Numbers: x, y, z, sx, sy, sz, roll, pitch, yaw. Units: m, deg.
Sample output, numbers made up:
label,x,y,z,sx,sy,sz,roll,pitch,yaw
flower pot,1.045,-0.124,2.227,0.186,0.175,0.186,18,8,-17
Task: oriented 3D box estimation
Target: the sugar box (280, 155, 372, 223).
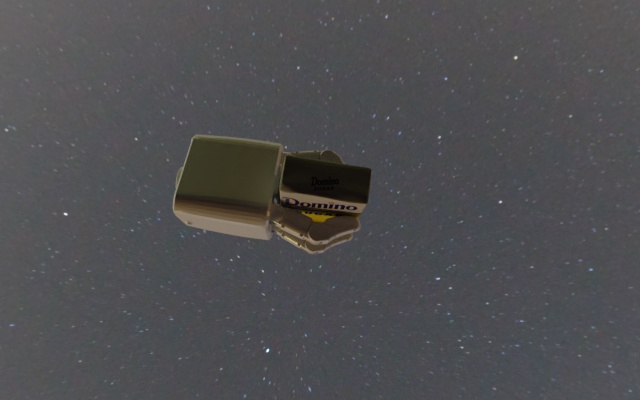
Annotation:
label,x,y,z,sx,sy,sz,roll,pitch,yaw
sugar box,0.000,0.002,0.566,0.093,0.048,0.176,9,-13,-1
